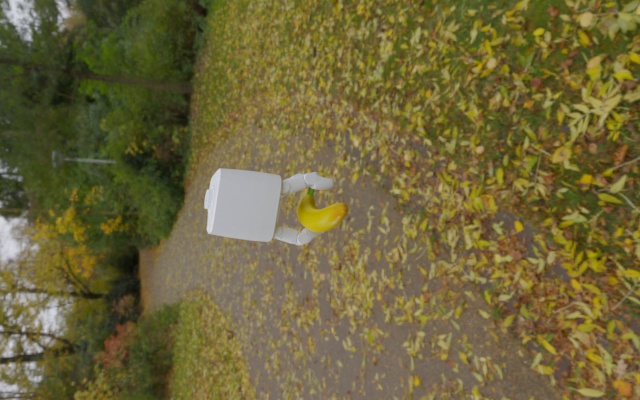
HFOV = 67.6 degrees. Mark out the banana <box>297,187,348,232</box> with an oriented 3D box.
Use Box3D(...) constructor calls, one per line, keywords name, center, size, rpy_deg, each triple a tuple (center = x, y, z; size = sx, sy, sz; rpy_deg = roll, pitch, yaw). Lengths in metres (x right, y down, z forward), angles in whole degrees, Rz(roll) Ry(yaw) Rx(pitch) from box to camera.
Box3D(name="banana", center=(-0.005, 0.020, 0.806), size=(0.037, 0.069, 0.197), rpy_deg=(11, 8, -20))
